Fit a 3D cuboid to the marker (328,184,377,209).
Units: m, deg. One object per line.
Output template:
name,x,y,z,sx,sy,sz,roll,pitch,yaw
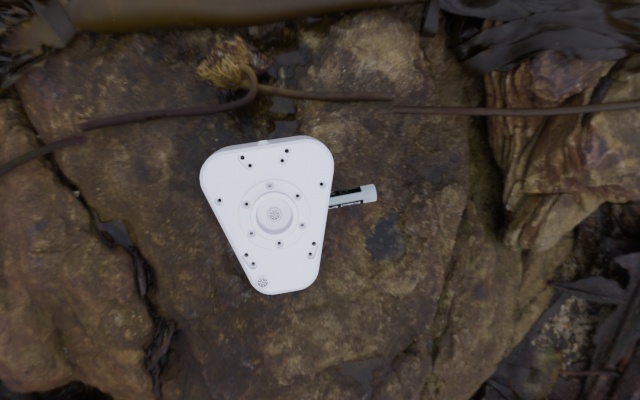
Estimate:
marker,0.000,0.002,0.517,0.121,0.020,0.020,-10,1,-4
